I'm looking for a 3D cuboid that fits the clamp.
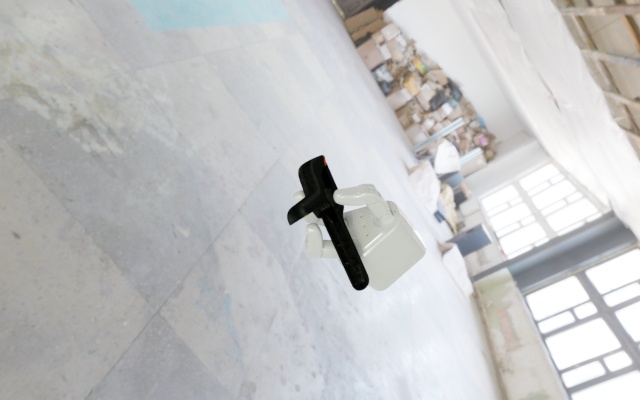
[{"bbox_3d":[0.001,0.001,0.641,0.036,0.209,0.165,-28,-45,17],"label":"clamp"}]
